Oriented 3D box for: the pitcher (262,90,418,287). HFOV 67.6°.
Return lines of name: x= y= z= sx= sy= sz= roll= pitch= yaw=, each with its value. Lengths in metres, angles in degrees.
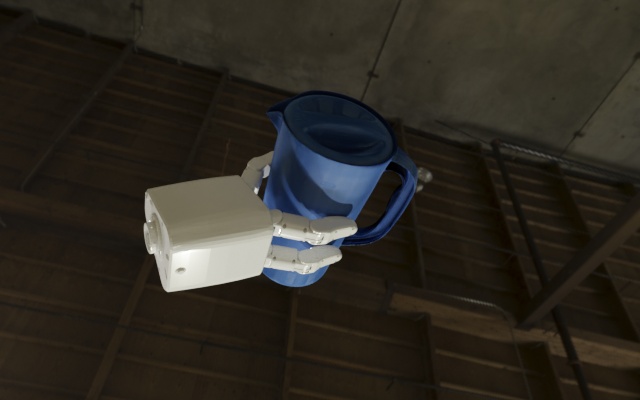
pitcher: x=0.000 y=0.002 z=0.595 sx=0.145 sy=0.149 sz=0.243 roll=-11 pitch=-39 yaw=-31
